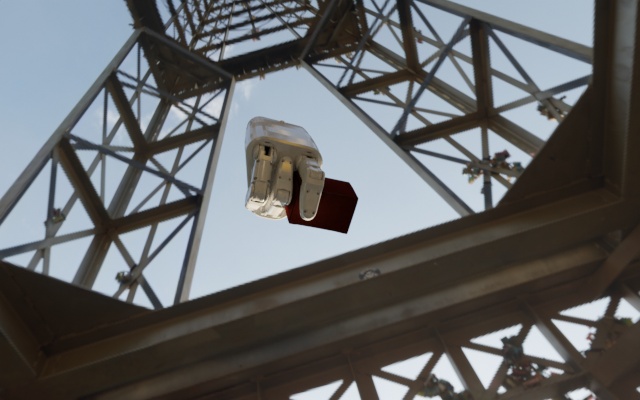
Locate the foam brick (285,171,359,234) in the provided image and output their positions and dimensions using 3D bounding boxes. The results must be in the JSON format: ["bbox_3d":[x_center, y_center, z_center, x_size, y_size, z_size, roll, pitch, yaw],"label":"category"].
[{"bbox_3d":[0.000,0.002,0.599,0.078,0.053,0.051,12,23,-16],"label":"foam brick"}]
